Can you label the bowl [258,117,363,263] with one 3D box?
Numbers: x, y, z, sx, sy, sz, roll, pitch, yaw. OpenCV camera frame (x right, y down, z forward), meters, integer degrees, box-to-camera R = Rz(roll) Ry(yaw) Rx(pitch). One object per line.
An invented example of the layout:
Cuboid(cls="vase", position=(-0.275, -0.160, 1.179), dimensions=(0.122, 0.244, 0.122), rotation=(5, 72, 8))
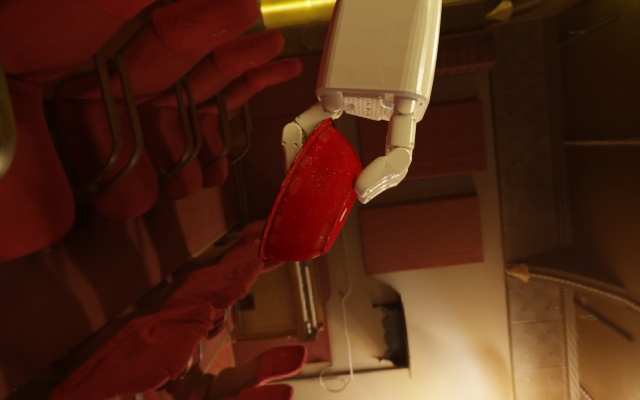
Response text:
Cuboid(cls="bowl", position=(0.000, 0.003, 0.481), dimensions=(0.055, 0.162, 0.162), rotation=(26, 4, 8))
